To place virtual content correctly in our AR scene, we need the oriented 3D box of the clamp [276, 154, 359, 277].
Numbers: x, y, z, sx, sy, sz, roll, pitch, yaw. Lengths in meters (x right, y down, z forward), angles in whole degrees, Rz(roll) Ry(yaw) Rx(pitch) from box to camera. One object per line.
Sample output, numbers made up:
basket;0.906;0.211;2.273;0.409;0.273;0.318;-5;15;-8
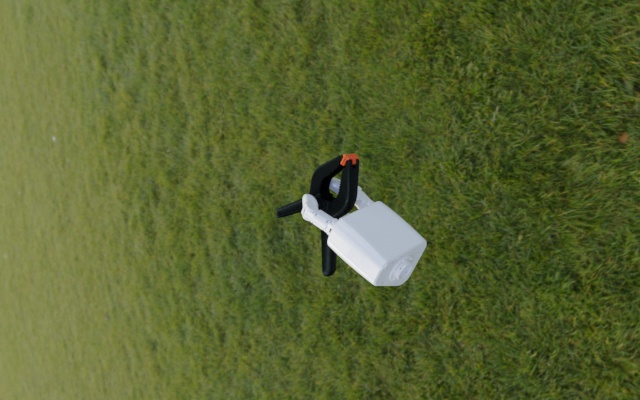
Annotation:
clamp;0.000;0.002;0.814;0.036;0.210;0.164;-10;41;-46
